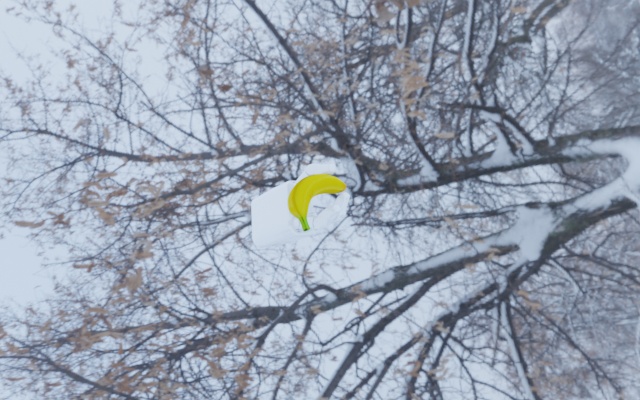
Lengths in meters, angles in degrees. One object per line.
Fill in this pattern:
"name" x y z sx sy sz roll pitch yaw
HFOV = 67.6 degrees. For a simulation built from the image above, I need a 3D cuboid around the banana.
"banana" -0.011 -0.012 0.841 0.037 0.069 0.197 -25 10 32
